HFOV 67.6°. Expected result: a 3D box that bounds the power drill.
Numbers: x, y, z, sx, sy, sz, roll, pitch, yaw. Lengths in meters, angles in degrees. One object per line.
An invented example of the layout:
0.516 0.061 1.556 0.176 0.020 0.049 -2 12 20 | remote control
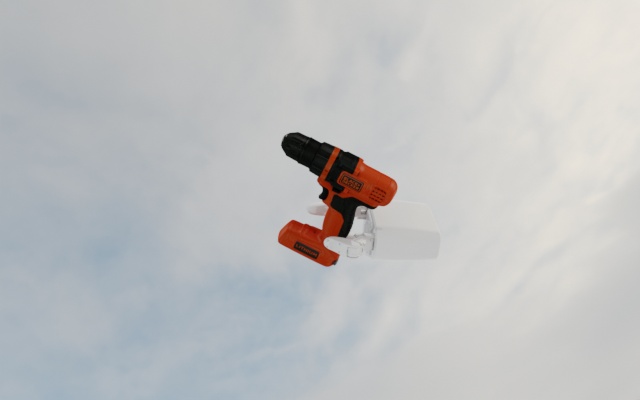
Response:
0.000 0.003 0.737 0.184 0.188 0.057 28 34 0 | power drill
